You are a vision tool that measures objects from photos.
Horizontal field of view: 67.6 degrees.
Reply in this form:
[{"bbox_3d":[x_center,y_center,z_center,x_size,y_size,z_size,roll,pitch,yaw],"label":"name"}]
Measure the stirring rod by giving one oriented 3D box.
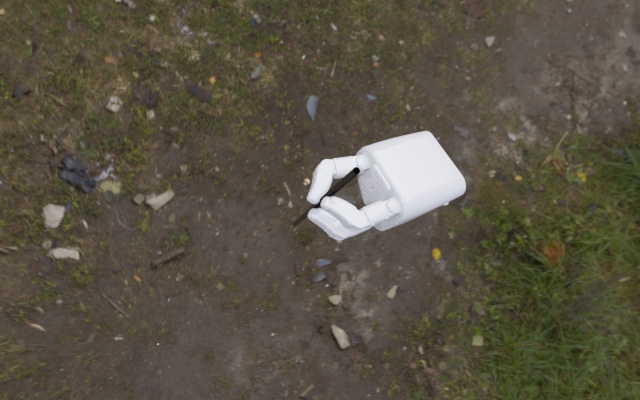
[{"bbox_3d":[0.000,0.002,0.601,0.011,0.011,0.239,0,-16,-19],"label":"stirring rod"}]
